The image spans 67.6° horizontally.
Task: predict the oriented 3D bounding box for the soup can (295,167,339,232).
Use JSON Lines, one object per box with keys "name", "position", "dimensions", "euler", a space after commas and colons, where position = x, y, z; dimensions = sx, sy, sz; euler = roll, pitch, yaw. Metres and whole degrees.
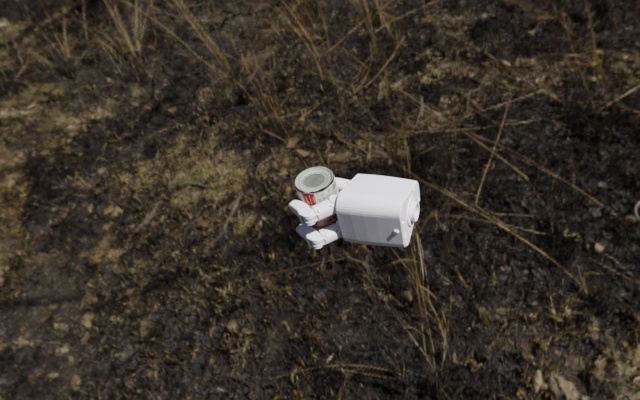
{"name": "soup can", "position": [0.000, 0.002, 0.805], "dimensions": [0.068, 0.102, 0.068], "euler": [-9, 40, 8]}
